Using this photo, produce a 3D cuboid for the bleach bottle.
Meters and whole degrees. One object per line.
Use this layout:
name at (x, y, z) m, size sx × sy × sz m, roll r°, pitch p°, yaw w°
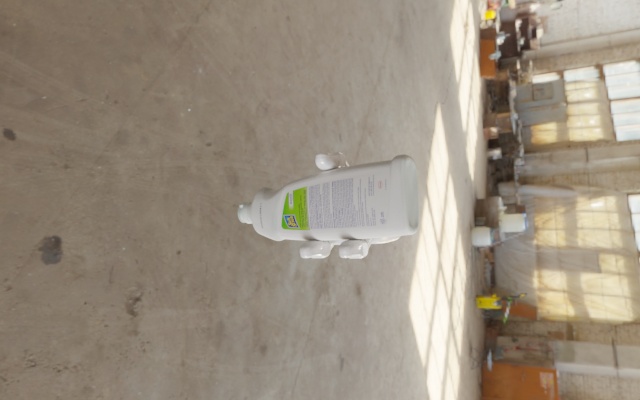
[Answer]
bleach bottle at (0.000, 0.002, 0.638) m, size 0.251 × 0.102 × 0.068 m, roll -4°, pitch -6°, yaw 26°
